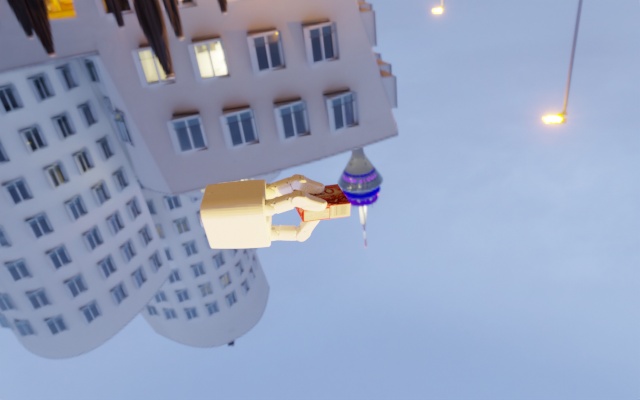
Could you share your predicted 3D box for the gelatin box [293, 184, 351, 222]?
[{"bbox_3d":[0.000,0.003,0.840,0.089,0.030,0.073,-7,31,-15],"label":"gelatin box"}]
